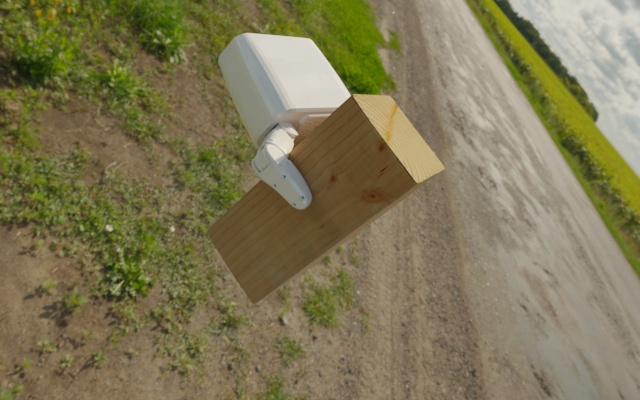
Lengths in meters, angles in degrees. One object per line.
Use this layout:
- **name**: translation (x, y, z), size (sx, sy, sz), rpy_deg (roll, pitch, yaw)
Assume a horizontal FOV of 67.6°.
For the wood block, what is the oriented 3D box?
- **wood block**: translation (0.000, 0.001, 0.456), size (0.206, 0.090, 0.091), rpy_deg (-40, -10, 29)
